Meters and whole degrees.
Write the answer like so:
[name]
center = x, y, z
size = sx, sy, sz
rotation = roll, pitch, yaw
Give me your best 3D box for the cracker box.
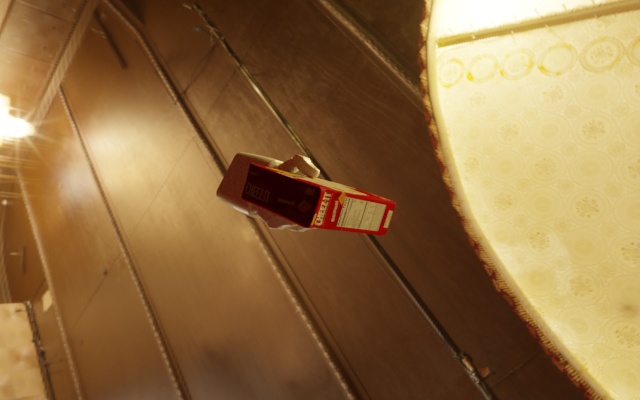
[cracker box]
center = 0.000, 0.003, 0.814
size = 0.164, 0.072, 0.214
rotation = 20, 7, 40
